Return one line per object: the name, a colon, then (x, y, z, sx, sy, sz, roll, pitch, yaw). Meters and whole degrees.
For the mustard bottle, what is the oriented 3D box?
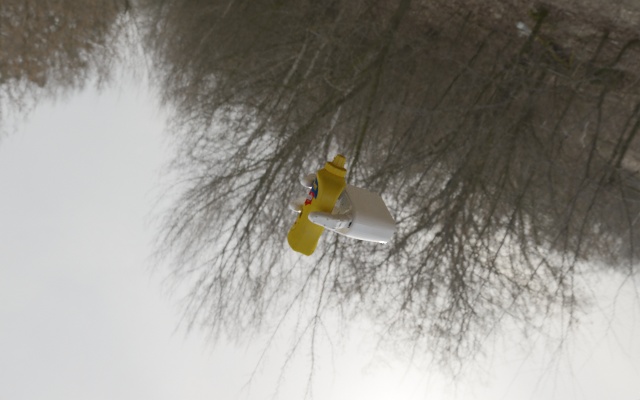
mustard bottle: (0.000, 0.003, 0.891, 0.058, 0.192, 0.096, 23, 16, -9)
